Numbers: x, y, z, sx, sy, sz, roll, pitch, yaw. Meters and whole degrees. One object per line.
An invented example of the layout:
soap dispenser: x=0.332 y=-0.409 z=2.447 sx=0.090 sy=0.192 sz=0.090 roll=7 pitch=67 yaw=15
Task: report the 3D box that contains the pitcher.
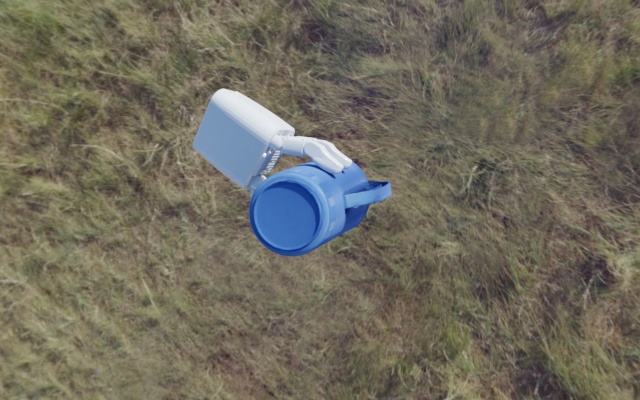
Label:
pitcher: x=0.000 y=0.002 z=0.699 sx=0.145 sy=0.149 sz=0.243 roll=39 pitch=15 yaw=7
